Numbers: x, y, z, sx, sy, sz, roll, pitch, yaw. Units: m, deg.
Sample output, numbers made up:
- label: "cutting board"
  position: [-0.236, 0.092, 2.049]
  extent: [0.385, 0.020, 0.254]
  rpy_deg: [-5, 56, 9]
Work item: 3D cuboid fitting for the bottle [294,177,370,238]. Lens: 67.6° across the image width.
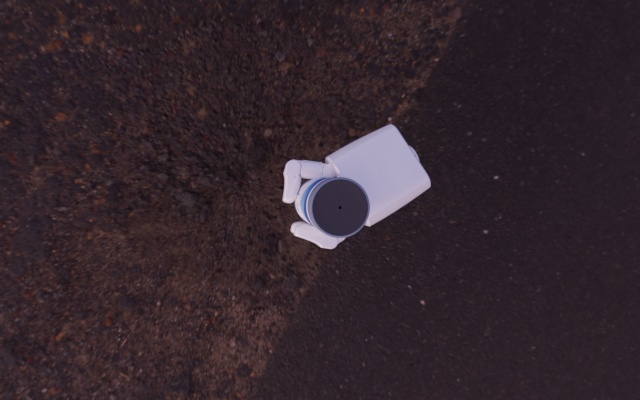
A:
- label: "bottle"
  position: [0.000, 0.002, 0.661]
  extent: [0.069, 0.069, 0.295]
  rpy_deg: [0, 2, -8]
